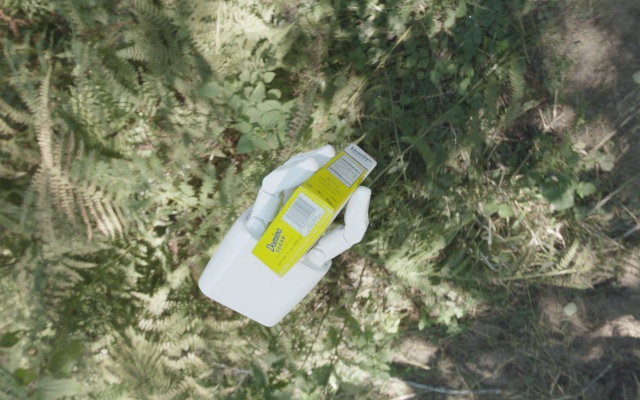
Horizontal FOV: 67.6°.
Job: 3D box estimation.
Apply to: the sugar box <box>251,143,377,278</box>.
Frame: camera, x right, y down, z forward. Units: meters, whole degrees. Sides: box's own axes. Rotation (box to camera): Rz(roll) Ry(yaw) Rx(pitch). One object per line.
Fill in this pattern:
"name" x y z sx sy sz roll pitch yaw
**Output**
"sugar box" 0.000 0.001 0.511 0.048 0.093 0.176 39 26 0
